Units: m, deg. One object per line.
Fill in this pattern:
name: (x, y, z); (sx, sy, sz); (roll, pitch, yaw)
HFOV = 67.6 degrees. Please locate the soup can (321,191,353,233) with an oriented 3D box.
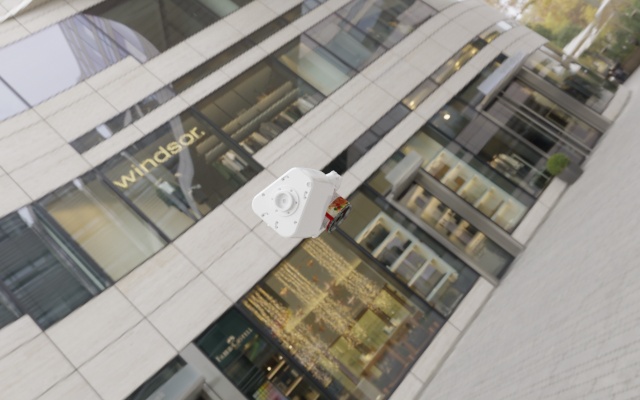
soup can: (0.000, 0.003, 0.900); (0.102, 0.068, 0.068); (40, 12, 15)
